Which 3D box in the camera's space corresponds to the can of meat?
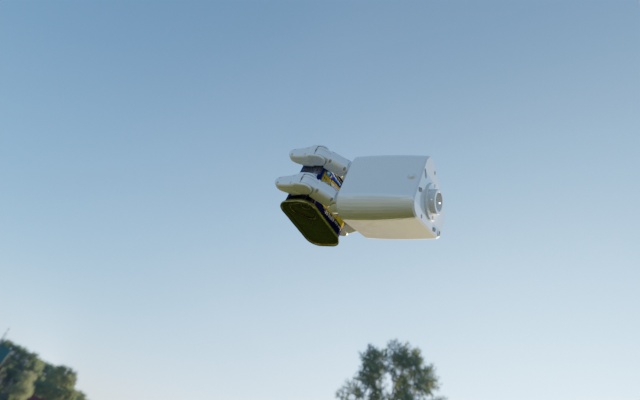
[{"bbox_3d":[0.000,0.002,0.679,0.057,0.084,0.102,-3,-41,37],"label":"can of meat"}]
